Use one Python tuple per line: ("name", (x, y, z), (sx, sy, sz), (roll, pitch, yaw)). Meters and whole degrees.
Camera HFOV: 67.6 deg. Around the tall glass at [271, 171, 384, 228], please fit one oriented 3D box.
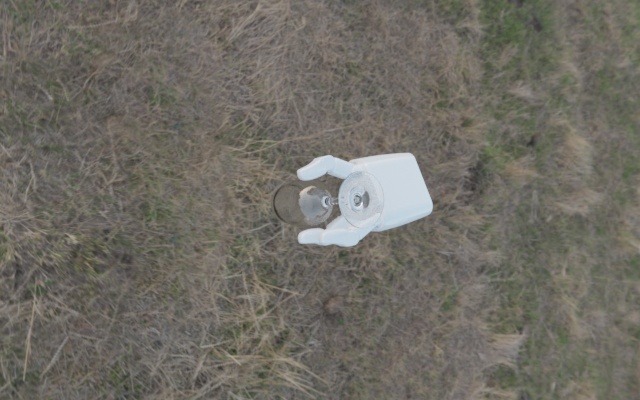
("tall glass", (0.000, 0.002, 0.697), (0.079, 0.079, 0.201), (0, -2, -33))
